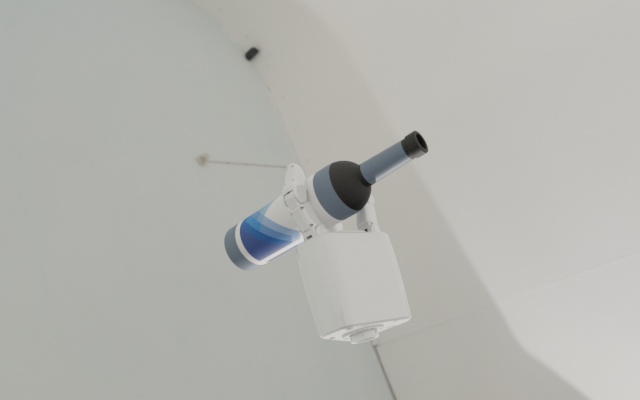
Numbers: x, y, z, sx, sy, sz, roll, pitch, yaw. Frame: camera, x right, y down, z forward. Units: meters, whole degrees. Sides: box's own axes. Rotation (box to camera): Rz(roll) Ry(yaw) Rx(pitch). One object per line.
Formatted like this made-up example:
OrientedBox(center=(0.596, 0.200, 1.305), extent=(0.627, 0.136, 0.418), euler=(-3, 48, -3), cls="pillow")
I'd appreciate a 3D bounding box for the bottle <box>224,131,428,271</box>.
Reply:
OrientedBox(center=(0.000, 0.002, 0.585), extent=(0.296, 0.069, 0.069), euler=(-31, -18, 31), cls="bottle")
